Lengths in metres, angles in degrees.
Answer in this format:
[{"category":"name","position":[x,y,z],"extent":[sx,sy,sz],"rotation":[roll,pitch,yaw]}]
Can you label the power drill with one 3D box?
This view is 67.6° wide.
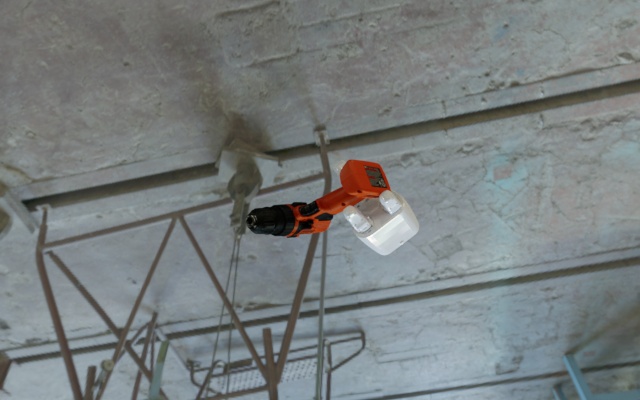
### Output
[{"category":"power drill","position":[0.001,0.002,0.738],"extent":[0.188,0.057,0.184],"rotation":[-28,-15,33]}]
